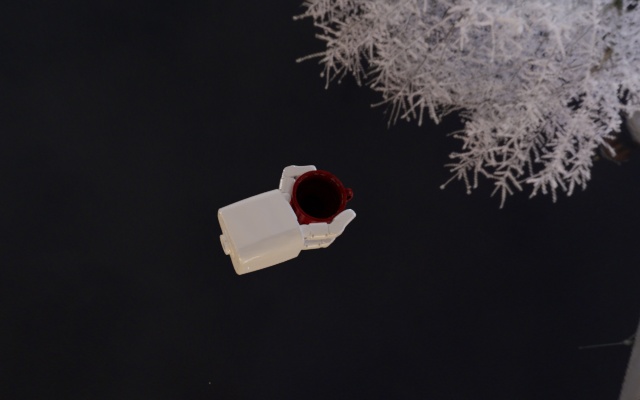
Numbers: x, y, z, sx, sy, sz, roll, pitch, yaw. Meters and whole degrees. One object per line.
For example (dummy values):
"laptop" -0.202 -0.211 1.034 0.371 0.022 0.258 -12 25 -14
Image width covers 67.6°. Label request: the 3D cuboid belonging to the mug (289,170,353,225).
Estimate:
"mug" 0.001 0.002 0.831 0.117 0.093 0.081 -16 -16 -20
